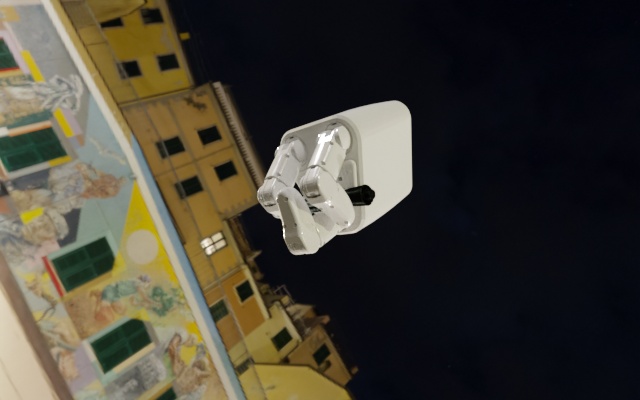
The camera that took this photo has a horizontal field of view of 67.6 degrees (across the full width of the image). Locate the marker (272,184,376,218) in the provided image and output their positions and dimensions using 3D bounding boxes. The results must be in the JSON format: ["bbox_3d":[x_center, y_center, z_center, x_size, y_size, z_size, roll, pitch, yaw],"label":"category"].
[{"bbox_3d":[0.000,0.001,0.447,0.121,0.020,0.020,-9,-6,42],"label":"marker"}]
